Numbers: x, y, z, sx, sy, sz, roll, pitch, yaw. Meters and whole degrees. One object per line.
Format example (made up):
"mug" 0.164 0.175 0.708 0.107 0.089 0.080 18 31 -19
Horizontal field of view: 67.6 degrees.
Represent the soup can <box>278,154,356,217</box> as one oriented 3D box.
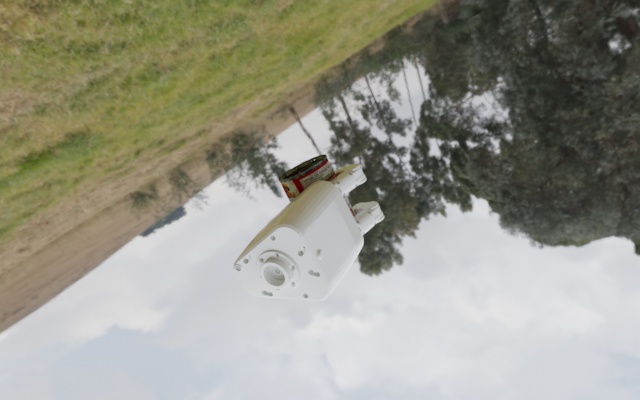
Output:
"soup can" 0.000 0.002 0.606 0.068 0.102 0.068 -26 14 7
